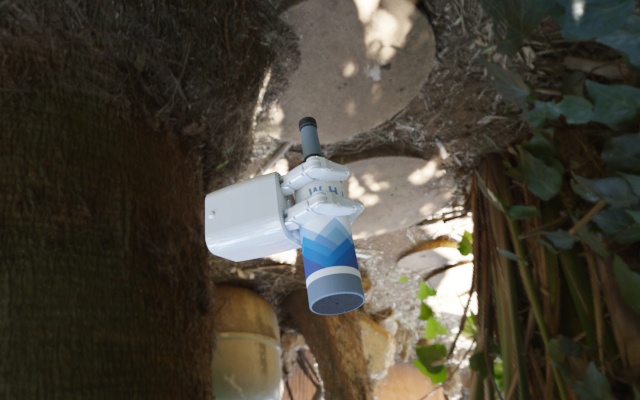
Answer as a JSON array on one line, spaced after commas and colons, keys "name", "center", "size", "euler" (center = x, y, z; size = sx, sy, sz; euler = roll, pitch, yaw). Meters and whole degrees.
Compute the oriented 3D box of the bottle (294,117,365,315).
[{"name": "bottle", "center": [0.000, 0.002, 0.645], "size": [0.069, 0.295, 0.069], "euler": [-7, -34, -4]}]
